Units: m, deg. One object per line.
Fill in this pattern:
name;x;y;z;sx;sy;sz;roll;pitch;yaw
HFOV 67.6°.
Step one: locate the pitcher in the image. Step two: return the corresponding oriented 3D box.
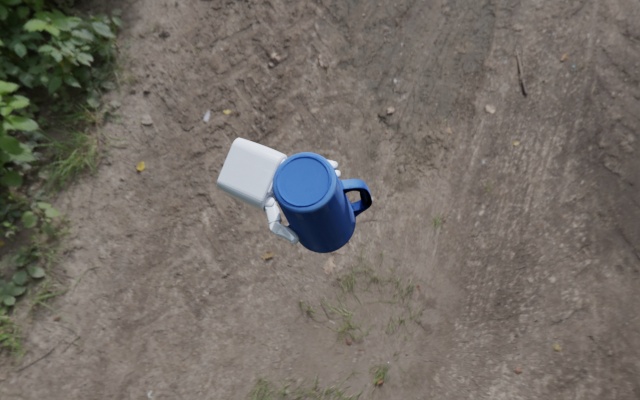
pitcher;0.000;0.003;0.882;0.145;0.149;0.243;25;-13;16
